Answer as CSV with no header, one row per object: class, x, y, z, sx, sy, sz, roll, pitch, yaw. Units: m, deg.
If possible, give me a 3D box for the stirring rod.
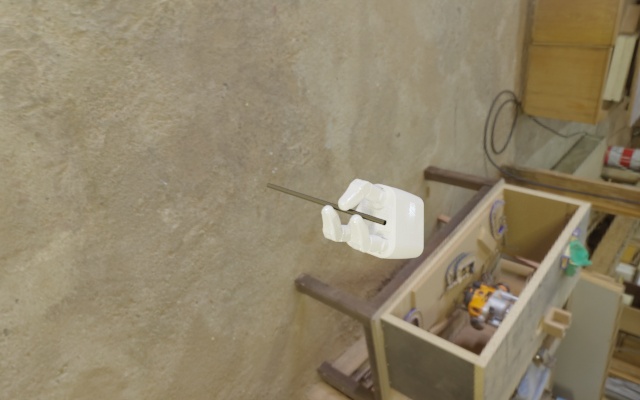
stirring rod,0.000,0.002,0.727,0.239,0.011,0.011,18,12,40
